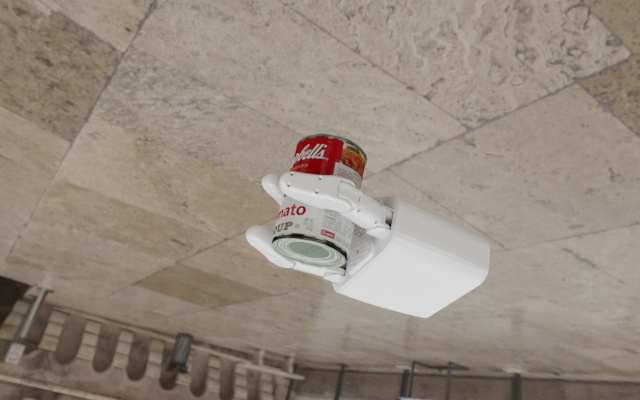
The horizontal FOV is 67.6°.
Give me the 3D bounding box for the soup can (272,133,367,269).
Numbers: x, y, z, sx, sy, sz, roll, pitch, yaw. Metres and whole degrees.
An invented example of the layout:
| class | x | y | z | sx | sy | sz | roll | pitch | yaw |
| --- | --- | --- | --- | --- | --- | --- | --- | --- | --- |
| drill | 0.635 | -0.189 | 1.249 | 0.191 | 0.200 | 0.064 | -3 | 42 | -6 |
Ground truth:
| class | x | y | z | sx | sy | sz | roll | pitch | yaw |
| --- | --- | --- | --- | --- | --- | --- | --- | --- | --- |
| soup can | 0.000 | 0.001 | 0.426 | 0.068 | 0.102 | 0.068 | 11 | -26 | 5 |
